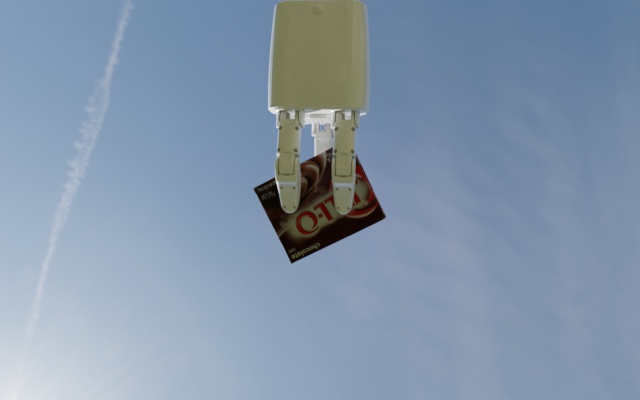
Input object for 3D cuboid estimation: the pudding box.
[{"bbox_3d":[0.000,0.002,0.507,0.113,0.090,0.039,-27,1,7],"label":"pudding box"}]
